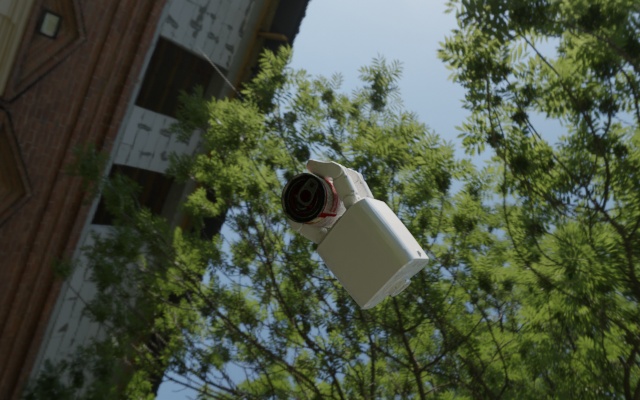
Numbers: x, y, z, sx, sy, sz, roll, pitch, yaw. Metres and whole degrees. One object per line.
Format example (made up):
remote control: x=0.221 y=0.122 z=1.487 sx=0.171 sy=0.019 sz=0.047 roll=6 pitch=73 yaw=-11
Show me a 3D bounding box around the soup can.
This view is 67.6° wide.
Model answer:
soup can: x=0.000 y=0.002 z=0.675 sx=0.068 sy=0.068 sz=0.102 roll=0 pitch=-6 yaw=28
